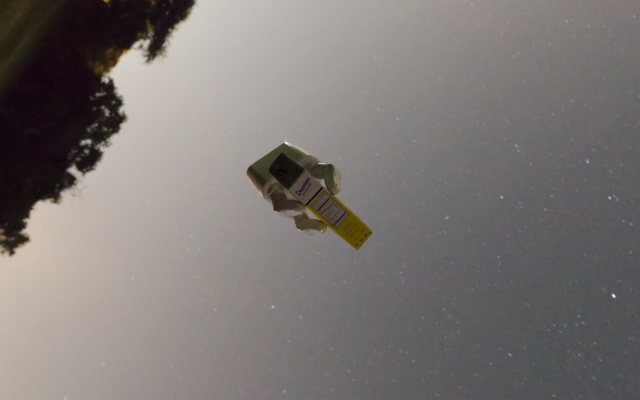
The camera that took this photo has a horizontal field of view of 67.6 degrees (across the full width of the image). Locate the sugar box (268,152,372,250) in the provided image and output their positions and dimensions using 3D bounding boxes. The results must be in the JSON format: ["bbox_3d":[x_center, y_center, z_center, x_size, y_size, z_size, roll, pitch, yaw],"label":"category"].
[{"bbox_3d":[0.000,0.003,0.756,0.176,0.048,0.093,39,1,-34],"label":"sugar box"}]
